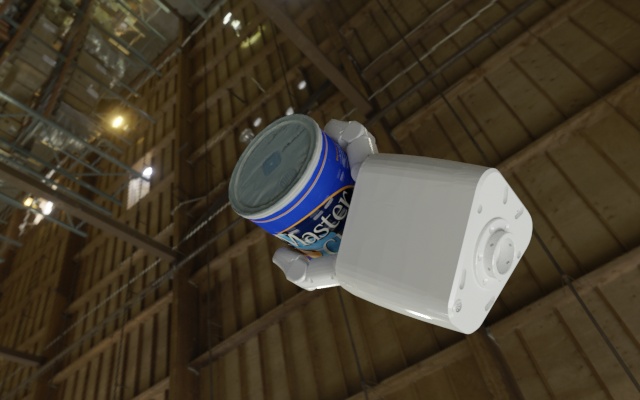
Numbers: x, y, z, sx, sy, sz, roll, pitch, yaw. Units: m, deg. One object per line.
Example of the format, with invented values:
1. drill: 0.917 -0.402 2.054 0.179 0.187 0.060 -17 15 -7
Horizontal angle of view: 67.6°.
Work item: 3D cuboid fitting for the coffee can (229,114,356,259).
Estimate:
1. coffee can: 0.000 0.001 0.449 0.103 0.102 0.140 0 -29 44
